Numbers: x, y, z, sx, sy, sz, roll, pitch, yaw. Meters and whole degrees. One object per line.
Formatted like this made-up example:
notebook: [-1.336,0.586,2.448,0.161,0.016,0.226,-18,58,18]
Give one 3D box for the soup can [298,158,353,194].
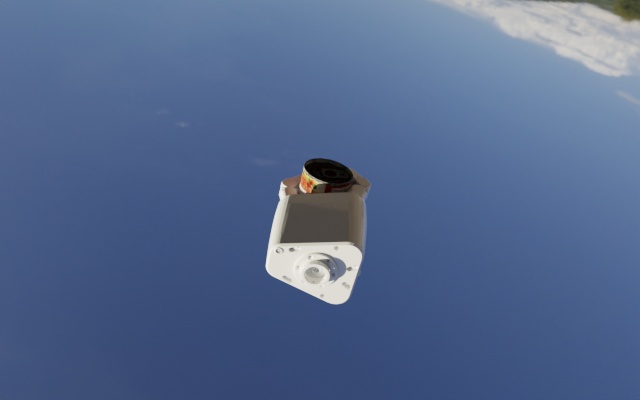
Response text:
soup can: [0.000,0.002,0.662,0.068,0.102,0.068,11,31,-6]
